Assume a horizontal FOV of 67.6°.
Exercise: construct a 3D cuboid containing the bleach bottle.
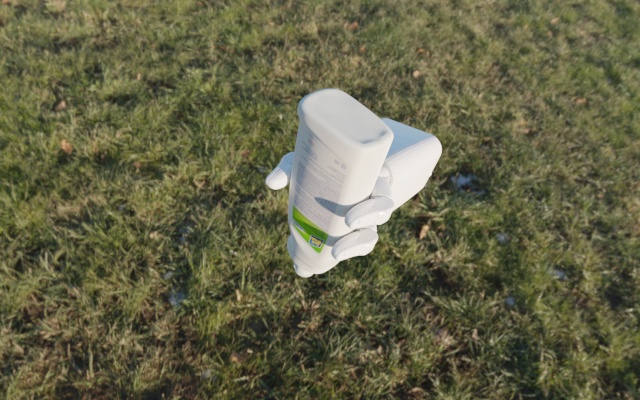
[{"bbox_3d":[0.000,0.002,0.562,0.068,0.251,0.102,-30,61,-37],"label":"bleach bottle"}]
